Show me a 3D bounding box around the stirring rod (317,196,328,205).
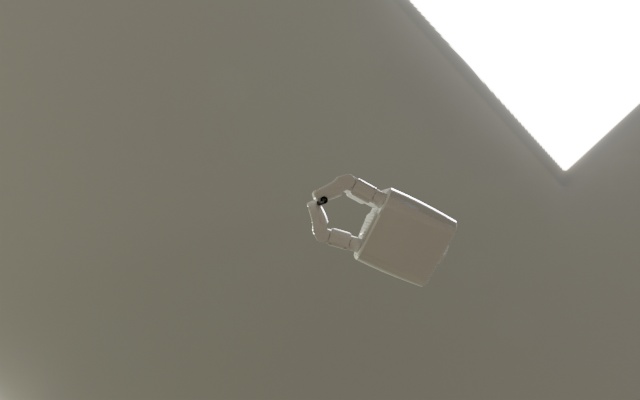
[{"bbox_3d":[0.000,0.002,0.624,0.011,0.011,0.239,0,-1,-2],"label":"stirring rod"}]
